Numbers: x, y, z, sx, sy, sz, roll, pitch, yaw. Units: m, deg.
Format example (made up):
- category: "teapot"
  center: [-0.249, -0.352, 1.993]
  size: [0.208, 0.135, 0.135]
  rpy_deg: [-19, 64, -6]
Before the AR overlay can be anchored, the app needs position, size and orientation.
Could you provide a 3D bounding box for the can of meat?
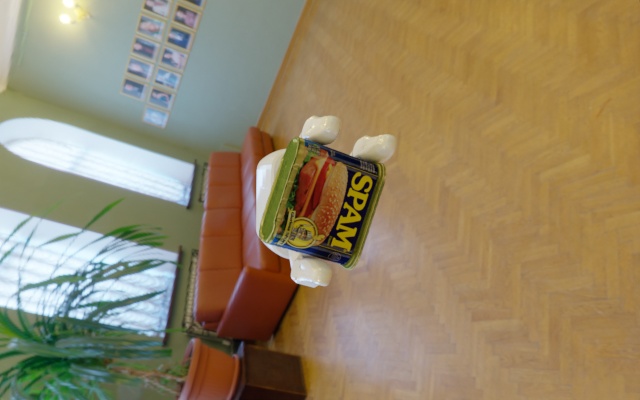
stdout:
- category: "can of meat"
  center: [0.000, 0.001, 0.429]
  size: [0.084, 0.102, 0.057]
  rpy_deg: [18, 1, -18]
